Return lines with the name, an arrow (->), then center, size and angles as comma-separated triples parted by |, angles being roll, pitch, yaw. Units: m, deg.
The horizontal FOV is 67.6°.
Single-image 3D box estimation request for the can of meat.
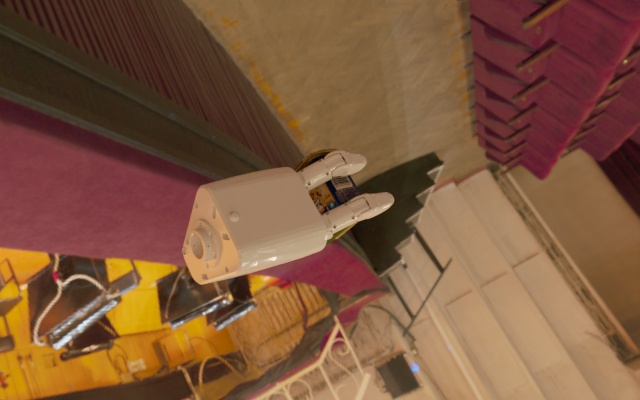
can of meat -> 0.000, 0.002, 0.570 | 0.057, 0.084, 0.102 | -11, -25, -45
